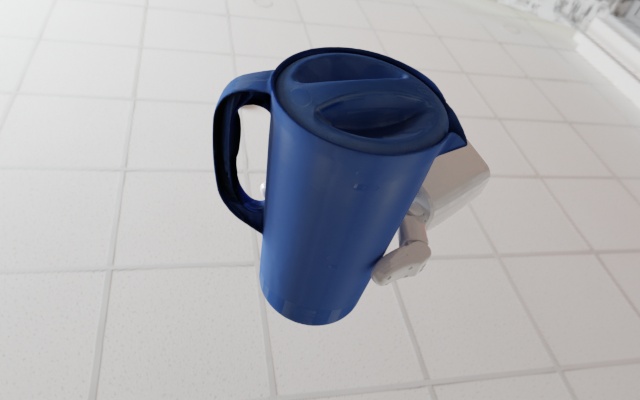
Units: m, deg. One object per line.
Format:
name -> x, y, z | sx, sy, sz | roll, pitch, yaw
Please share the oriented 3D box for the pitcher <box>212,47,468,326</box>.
pitcher -> 0.000, 0.001, 0.417 | 0.145, 0.243, 0.149 | -26, 57, -34
